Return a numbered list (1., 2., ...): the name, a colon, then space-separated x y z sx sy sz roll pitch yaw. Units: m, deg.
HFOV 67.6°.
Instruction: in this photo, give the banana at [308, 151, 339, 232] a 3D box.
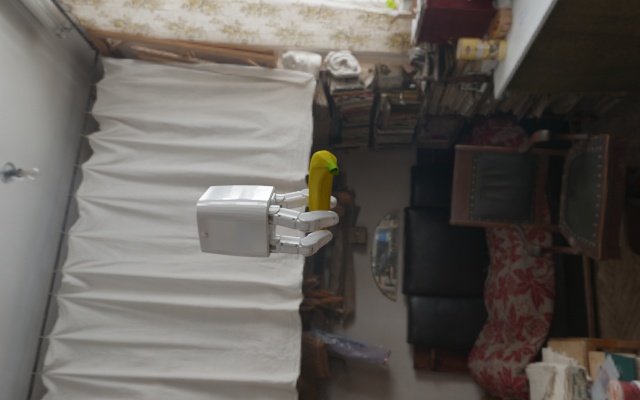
1. banana: 0.000 -0.015 0.711 0.037 0.069 0.198 2 -31 -3
